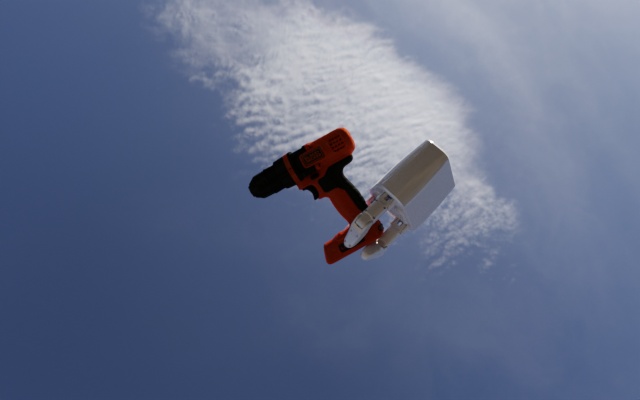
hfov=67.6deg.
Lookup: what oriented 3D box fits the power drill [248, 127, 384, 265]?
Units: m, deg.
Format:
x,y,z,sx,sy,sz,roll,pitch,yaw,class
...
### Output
x,y,z,sx,sy,sz,roll,pitch,yaw,class
0.001,0.003,0.756,0.184,0.187,0.057,-28,2,9,power drill
